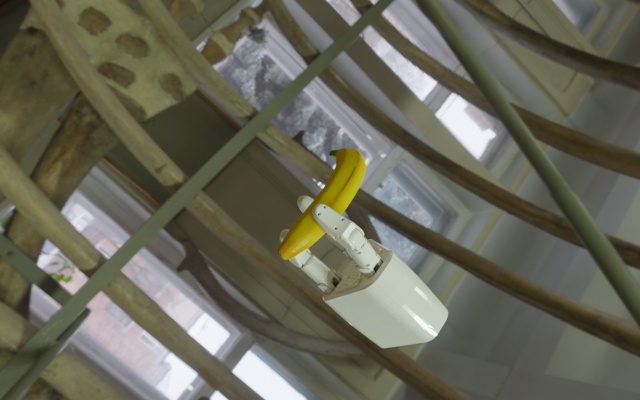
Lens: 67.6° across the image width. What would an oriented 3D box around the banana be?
[{"bbox_3d":[0.013,-0.008,0.564,0.070,0.037,0.197,-32,21,42],"label":"banana"}]
